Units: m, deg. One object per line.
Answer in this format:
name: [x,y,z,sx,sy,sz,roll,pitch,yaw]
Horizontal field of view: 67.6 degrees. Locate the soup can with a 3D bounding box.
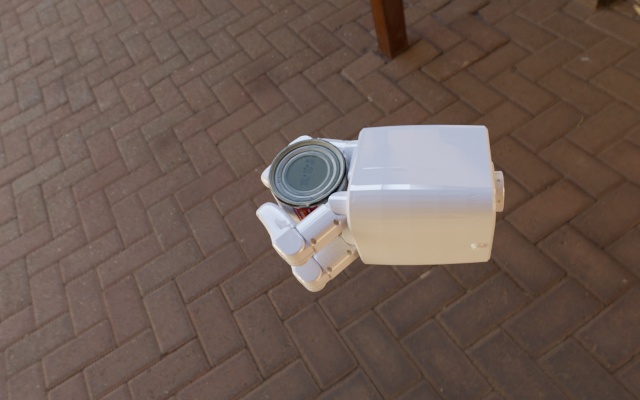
soup can: [0.000,0.001,0.428,0.068,0.068,0.102,0,-30,16]
